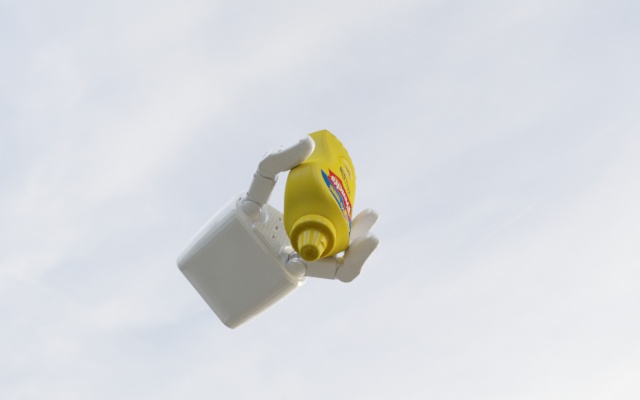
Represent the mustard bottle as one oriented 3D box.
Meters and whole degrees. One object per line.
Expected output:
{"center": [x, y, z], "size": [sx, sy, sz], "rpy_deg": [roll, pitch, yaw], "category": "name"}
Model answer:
{"center": [0.000, 0.001, 0.486], "size": [0.058, 0.096, 0.191], "rpy_deg": [-16, 24, 15], "category": "mustard bottle"}
